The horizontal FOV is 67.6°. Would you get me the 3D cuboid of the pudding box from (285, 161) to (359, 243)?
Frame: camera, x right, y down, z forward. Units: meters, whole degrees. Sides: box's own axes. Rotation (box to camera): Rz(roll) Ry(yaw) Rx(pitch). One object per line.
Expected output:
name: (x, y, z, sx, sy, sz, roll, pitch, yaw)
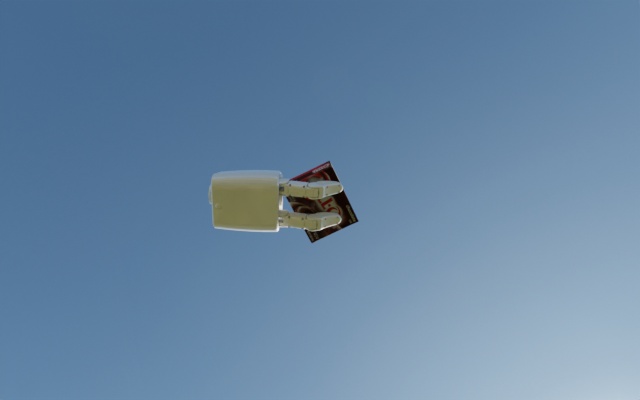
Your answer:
pudding box: (0.000, 0.003, 0.798, 0.090, 0.113, 0.039, -25, 23, 6)
